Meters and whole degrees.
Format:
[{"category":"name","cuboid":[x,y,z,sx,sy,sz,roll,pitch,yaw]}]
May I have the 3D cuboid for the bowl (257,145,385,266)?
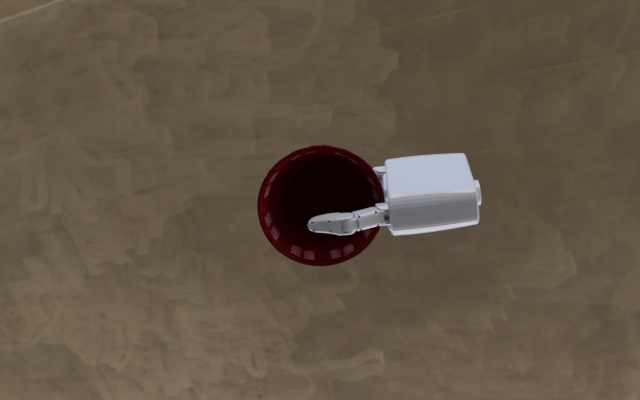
[{"category":"bowl","cuboid":[-0.001,0.002,0.625,0.162,0.162,0.055,0,18,-4]}]
